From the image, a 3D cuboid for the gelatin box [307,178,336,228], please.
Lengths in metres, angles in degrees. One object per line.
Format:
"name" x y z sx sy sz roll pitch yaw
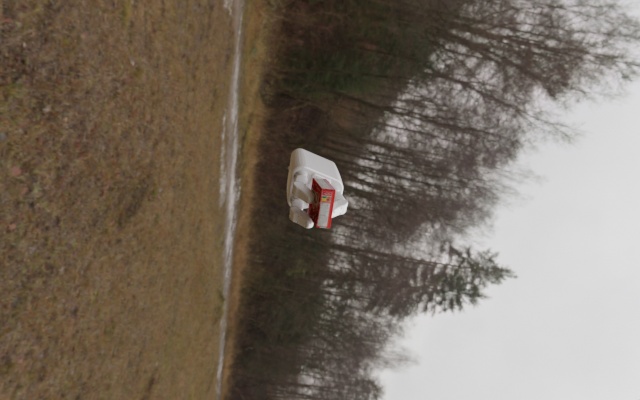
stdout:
"gelatin box" 0.001 0.003 0.889 0.030 0.073 0.089 5 15 -14
